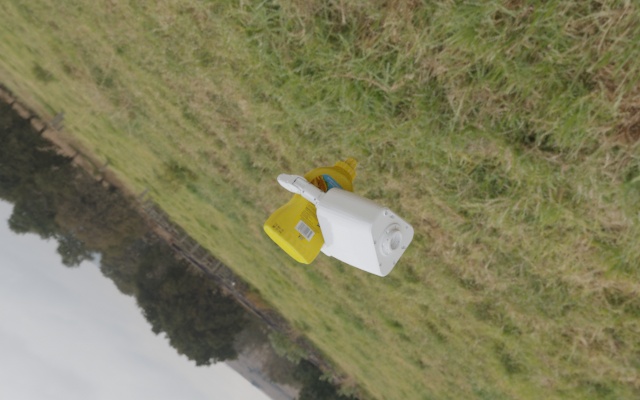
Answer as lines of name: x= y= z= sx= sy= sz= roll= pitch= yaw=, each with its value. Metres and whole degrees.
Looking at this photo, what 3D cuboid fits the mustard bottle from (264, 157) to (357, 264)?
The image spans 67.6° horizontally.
mustard bottle: x=0.000 y=0.003 z=0.783 sx=0.096 sy=0.191 sz=0.058 roll=45 pitch=-19 yaw=-18
